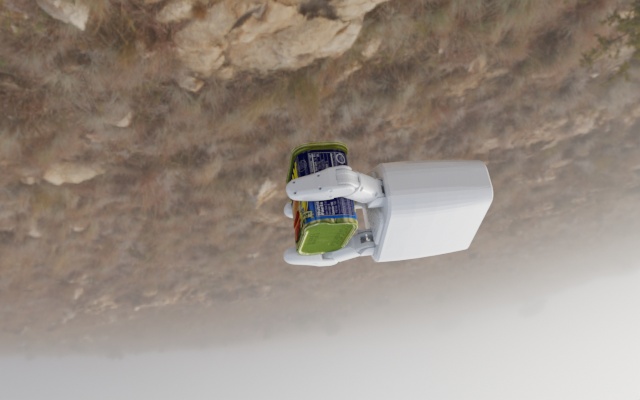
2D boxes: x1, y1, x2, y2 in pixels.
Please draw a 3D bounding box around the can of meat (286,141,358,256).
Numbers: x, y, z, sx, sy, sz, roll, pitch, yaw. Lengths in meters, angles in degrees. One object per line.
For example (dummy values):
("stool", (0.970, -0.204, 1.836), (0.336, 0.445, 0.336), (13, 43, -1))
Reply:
("can of meat", (0.000, 0.002, 0.484), (0.057, 0.084, 0.102), (-4, -22, -11))
